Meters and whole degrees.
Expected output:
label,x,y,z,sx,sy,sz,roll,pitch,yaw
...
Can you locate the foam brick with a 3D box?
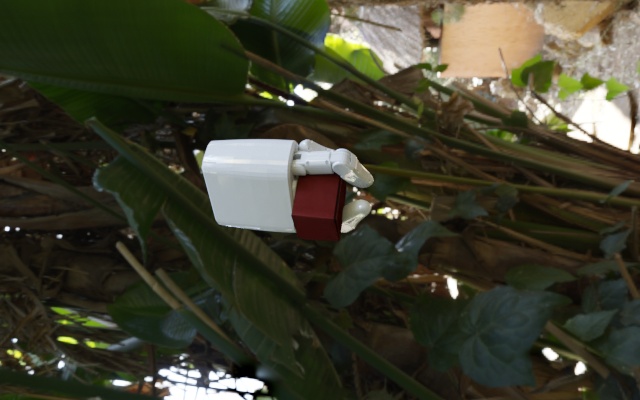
label,x,y,z,sx,sy,sz,roll,pitch,yaw
foam brick,0.000,0.002,0.558,0.051,0.078,0.053,3,-34,9
